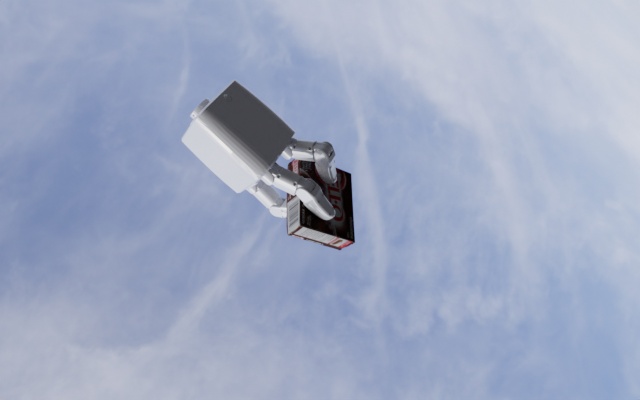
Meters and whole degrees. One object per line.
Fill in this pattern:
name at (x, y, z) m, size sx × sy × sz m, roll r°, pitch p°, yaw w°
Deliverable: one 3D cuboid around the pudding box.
pudding box at (0.000, 0.002, 0.645) m, size 0.090 × 0.113 × 0.039 m, roll 18°, pitch -33°, yaw -31°
